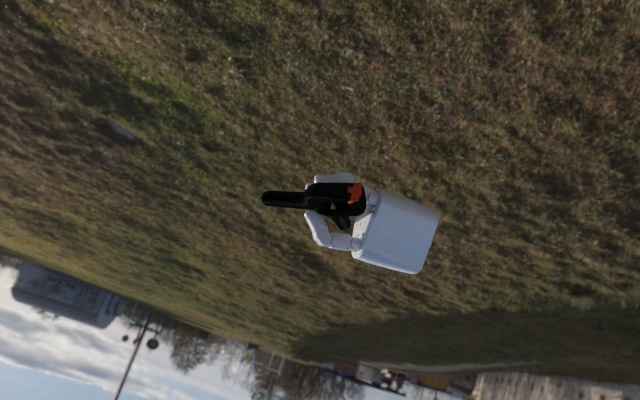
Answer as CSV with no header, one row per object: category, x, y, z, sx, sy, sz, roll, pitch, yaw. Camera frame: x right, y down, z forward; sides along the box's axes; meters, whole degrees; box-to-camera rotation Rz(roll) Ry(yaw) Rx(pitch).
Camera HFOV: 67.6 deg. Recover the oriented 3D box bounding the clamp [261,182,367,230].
clamp,0.000,0.003,0.738,0.164,0.036,0.210,16,-15,-13
